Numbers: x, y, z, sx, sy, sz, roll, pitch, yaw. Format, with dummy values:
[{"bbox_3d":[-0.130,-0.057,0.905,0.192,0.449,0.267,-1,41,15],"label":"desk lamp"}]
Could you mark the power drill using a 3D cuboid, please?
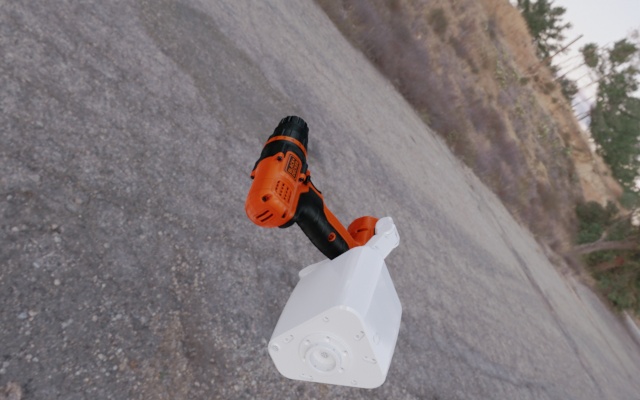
[{"bbox_3d":[0.000,0.002,0.566,0.057,0.184,0.188,-32,-63,32],"label":"power drill"}]
